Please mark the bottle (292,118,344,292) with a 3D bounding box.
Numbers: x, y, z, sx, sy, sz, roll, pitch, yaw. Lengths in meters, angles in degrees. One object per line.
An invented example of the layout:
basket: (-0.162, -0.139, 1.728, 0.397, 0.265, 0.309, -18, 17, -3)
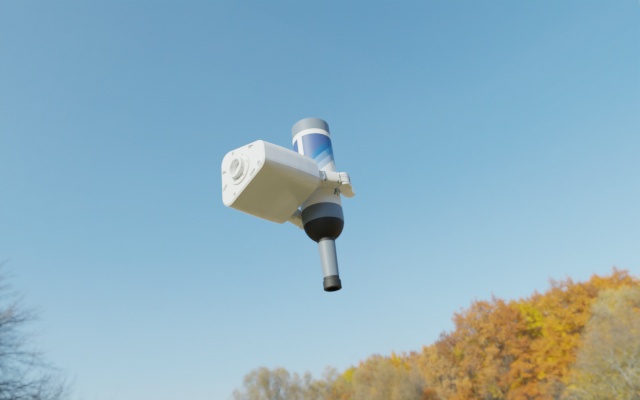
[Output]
bottle: (0.000, 0.002, 0.772, 0.069, 0.295, 0.069, -6, -28, -3)
